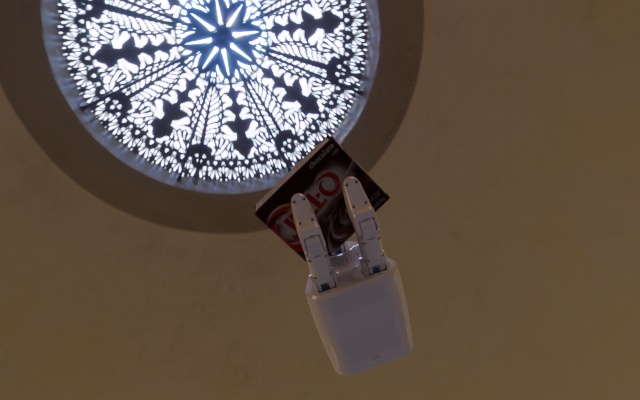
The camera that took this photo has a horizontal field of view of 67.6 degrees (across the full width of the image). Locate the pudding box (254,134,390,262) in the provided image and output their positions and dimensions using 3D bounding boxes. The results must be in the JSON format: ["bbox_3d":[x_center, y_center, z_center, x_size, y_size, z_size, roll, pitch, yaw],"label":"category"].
[{"bbox_3d":[0.000,0.002,0.500,0.090,0.113,0.039,44,4,-17],"label":"pudding box"}]
